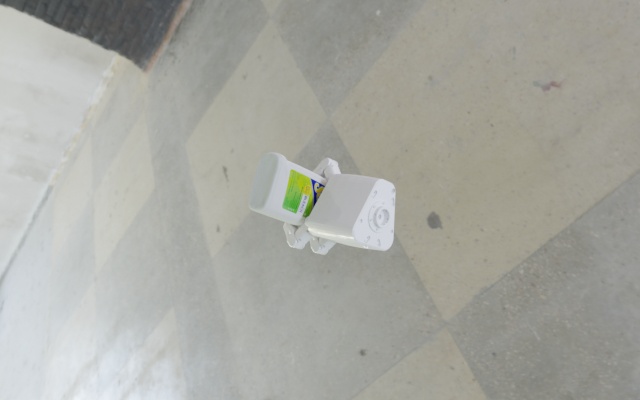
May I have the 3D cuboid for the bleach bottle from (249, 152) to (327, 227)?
[{"bbox_3d":[0.000,0.003,0.833,0.251,0.102,0.068,19,-7,-39],"label":"bleach bottle"}]
